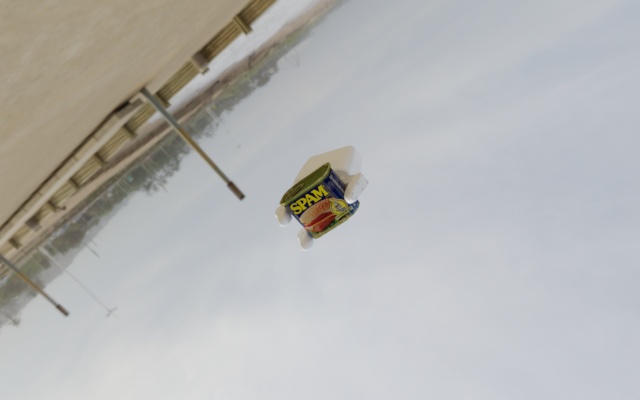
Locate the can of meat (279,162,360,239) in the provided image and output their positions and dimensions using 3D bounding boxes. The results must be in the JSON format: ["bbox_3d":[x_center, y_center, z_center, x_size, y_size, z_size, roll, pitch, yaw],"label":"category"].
[{"bbox_3d":[0.000,0.003,0.769,0.102,0.084,0.057,-33,18,25],"label":"can of meat"}]
